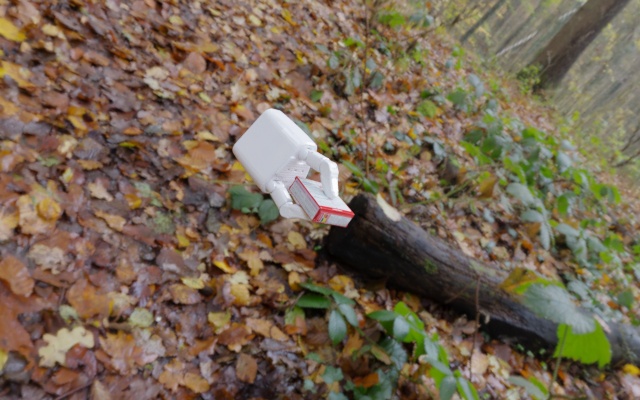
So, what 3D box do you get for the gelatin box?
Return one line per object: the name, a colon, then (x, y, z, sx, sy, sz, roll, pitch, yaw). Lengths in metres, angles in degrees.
gelatin box: (0.001, 0.002, 0.759, 0.073, 0.030, 0.089, 12, 28, -42)
